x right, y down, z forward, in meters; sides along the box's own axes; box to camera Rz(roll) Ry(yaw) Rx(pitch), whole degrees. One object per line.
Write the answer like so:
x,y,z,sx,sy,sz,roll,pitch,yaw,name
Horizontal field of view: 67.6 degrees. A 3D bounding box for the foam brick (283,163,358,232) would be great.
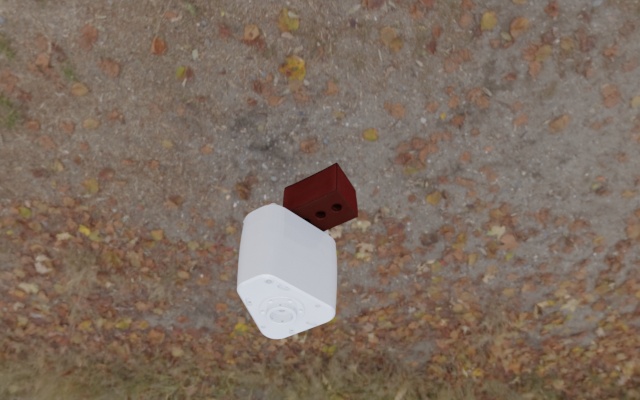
0.000,0.002,0.581,0.078,0.051,0.053,-25,-54,20,foam brick
